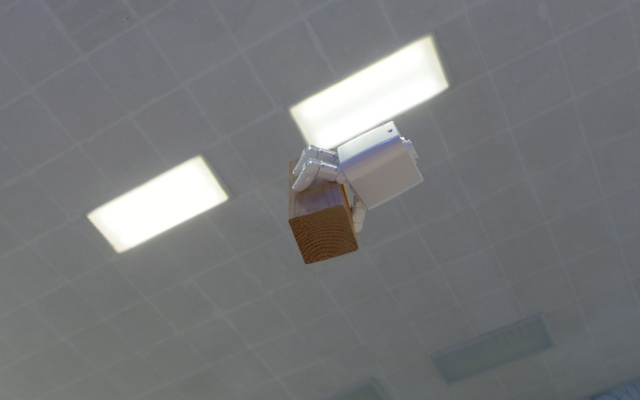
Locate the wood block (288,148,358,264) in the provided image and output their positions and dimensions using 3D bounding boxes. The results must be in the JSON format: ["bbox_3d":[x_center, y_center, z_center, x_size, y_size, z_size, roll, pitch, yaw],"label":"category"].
[{"bbox_3d":[0.001,0.003,0.812,0.090,0.091,0.206,-16,29,7],"label":"wood block"}]
